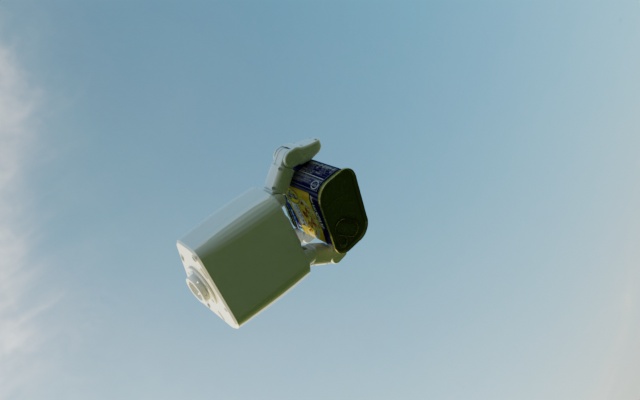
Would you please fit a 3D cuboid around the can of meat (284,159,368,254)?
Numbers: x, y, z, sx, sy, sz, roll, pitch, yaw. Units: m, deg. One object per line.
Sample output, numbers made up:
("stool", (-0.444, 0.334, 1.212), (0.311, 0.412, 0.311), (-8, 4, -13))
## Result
("can of meat", (0.000, 0.002, 0.559), (0.084, 0.102, 0.057), (22, 53, 42))
